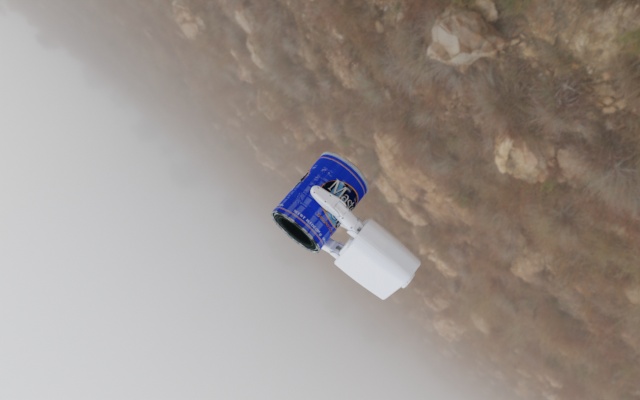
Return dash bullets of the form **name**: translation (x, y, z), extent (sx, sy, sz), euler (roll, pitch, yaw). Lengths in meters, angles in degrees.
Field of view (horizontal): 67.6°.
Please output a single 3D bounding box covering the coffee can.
- **coffee can**: translation (0.000, 0.002, 0.803), extent (0.103, 0.140, 0.103), euler (36, -18, 14)
